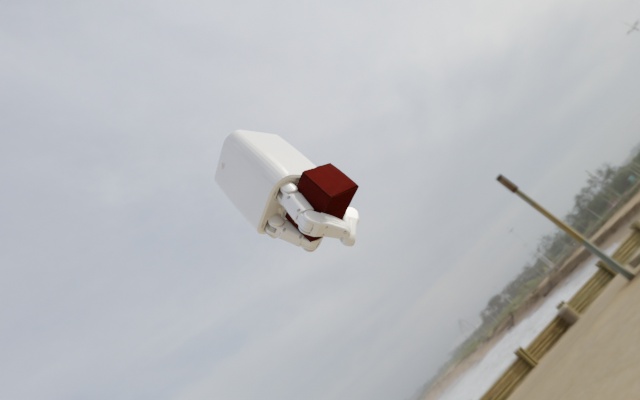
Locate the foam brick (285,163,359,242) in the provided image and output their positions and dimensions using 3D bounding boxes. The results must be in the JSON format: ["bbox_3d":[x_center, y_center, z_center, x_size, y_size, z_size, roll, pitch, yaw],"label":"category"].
[{"bbox_3d":[0.000,0.002,0.585,0.053,0.078,0.051,-20,55,-43],"label":"foam brick"}]
